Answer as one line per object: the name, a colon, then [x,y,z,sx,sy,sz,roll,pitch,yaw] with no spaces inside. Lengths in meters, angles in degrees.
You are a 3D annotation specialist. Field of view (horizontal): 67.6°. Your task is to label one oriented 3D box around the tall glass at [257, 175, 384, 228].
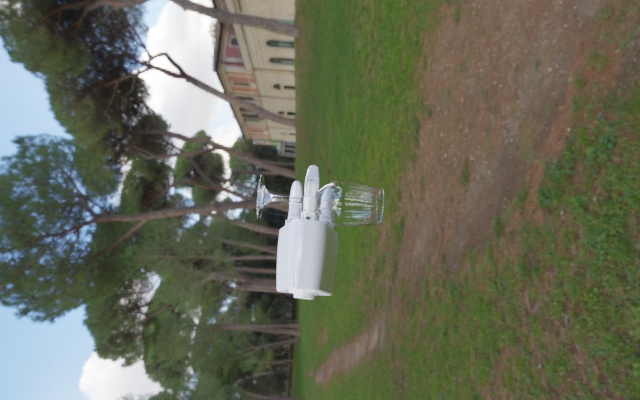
tall glass: [-0.001,0.002,0.784,0.201,0.079,0.079,4,0,-1]
